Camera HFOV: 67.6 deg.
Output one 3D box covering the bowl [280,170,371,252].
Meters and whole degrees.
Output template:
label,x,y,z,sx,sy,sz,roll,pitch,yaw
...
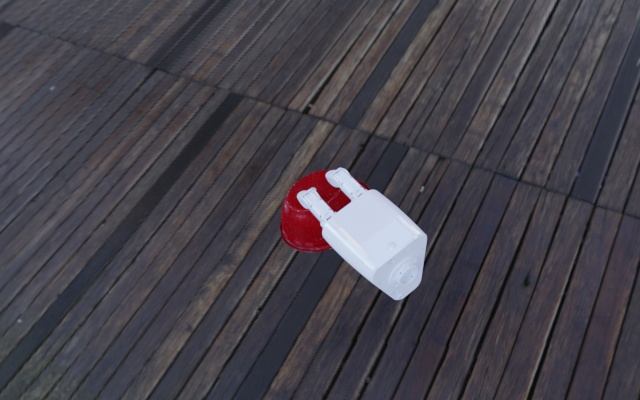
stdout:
label,x,y,z,sx,sy,sz,roll,pitch,yaw
bowl,-0.001,0.002,0.749,0.162,0.055,0.162,-16,39,14
